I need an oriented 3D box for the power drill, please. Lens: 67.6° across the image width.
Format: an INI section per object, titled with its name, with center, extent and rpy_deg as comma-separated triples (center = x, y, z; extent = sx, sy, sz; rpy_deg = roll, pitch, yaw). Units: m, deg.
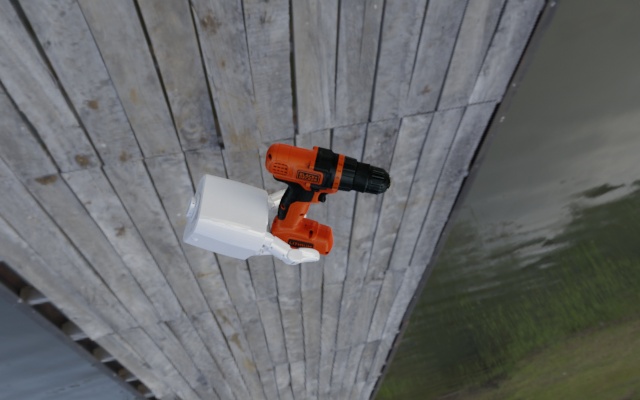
[power drill]
center = 0.000, 0.003, 0.738
extent = 0.184, 0.188, 0.057
rpy_deg = 14, 43, 0
